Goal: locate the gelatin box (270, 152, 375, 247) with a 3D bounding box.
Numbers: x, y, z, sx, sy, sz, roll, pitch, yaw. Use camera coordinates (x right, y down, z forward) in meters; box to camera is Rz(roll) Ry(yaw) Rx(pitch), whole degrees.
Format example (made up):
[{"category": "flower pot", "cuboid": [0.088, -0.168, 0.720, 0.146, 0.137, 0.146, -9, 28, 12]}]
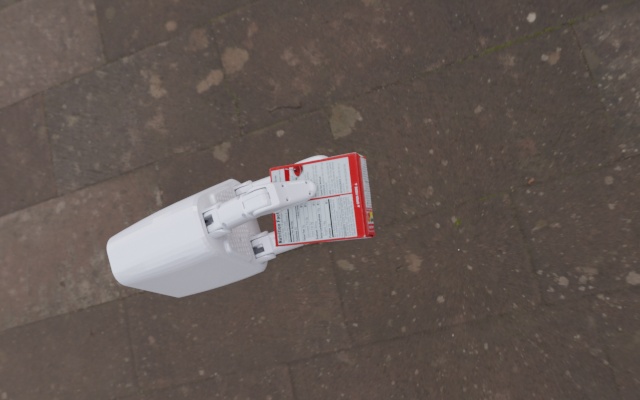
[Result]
[{"category": "gelatin box", "cuboid": [0.000, 0.001, 0.429, 0.089, 0.073, 0.030, -9, -6, 23]}]
